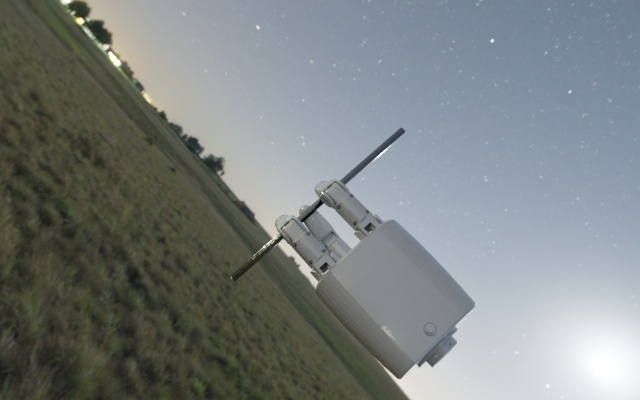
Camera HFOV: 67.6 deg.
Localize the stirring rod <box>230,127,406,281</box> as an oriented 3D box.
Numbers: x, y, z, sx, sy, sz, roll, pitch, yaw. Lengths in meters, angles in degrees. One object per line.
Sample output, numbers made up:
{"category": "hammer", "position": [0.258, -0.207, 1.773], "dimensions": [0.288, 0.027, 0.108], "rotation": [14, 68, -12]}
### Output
{"category": "stirring rod", "position": [0.000, 0.002, 0.504], "dimensions": [0.239, 0.011, 0.011], "rotation": [-41, 7, -8]}
